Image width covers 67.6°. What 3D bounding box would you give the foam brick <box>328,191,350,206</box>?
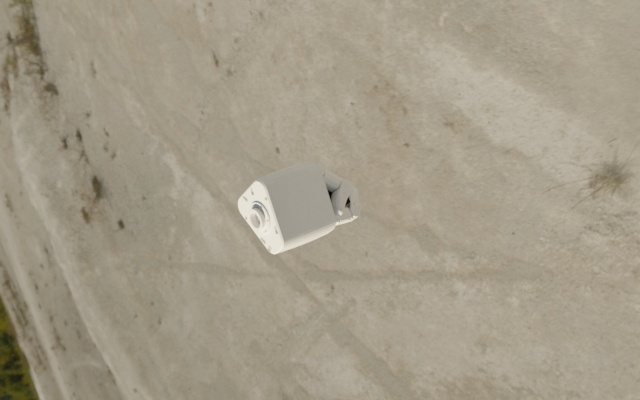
[{"bbox_3d":[0.000,0.003,0.789,0.051,0.053,0.078,-21,-12,-39],"label":"foam brick"}]
